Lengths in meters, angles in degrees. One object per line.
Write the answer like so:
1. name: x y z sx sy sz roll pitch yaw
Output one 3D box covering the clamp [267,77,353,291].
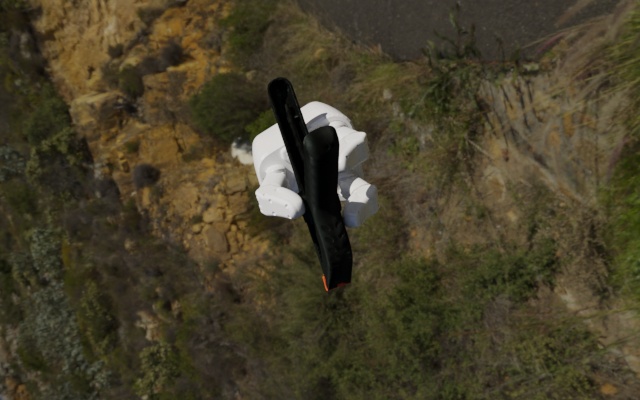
1. clamp: -0.001 0.002 0.431 0.036 0.210 0.164 -18 23 -7
